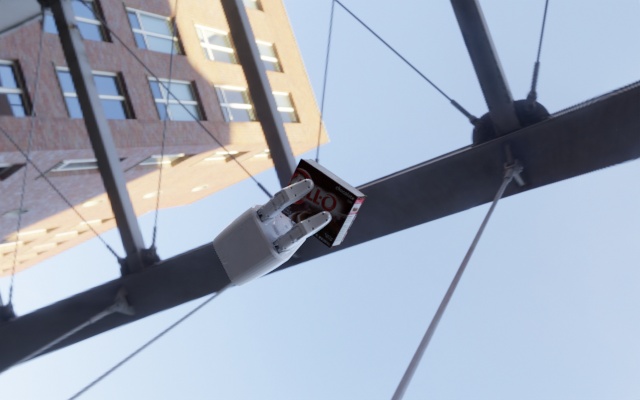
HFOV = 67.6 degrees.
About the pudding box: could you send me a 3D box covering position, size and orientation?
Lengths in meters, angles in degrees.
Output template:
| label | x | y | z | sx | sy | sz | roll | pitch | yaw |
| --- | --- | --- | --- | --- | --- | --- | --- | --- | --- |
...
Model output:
| label | x | y | z | sx | sy | sz | roll | pitch | yaw |
| --- | --- | --- | --- | --- | --- | --- | --- | --- | --- |
| pudding box | 0.000 | 0.002 | 0.711 | 0.113 | 0.090 | 0.039 | 34 | 20 | 21 |
